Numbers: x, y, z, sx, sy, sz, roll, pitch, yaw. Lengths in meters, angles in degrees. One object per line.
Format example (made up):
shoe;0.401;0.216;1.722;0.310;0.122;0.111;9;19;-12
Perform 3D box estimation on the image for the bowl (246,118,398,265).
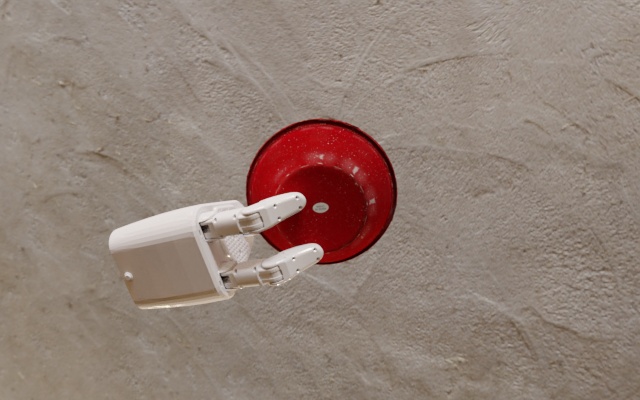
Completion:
bowl;0.001;0.001;0.482;0.162;0.162;0.055;0;17;2
